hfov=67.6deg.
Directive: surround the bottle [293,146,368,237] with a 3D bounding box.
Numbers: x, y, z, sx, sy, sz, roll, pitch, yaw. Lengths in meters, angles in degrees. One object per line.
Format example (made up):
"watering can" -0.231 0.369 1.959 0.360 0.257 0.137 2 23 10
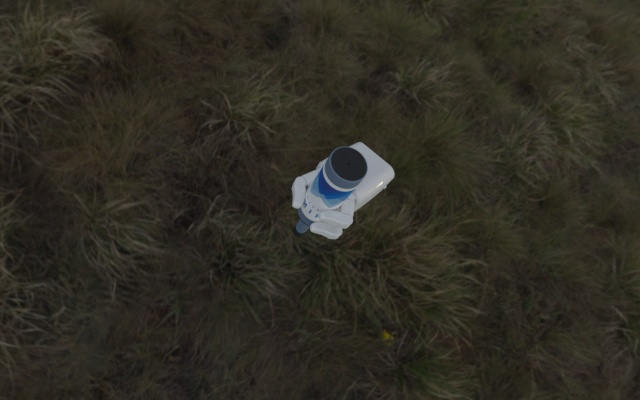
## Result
"bottle" 0.000 0.003 0.892 0.069 0.069 0.296 0 -25 -20
